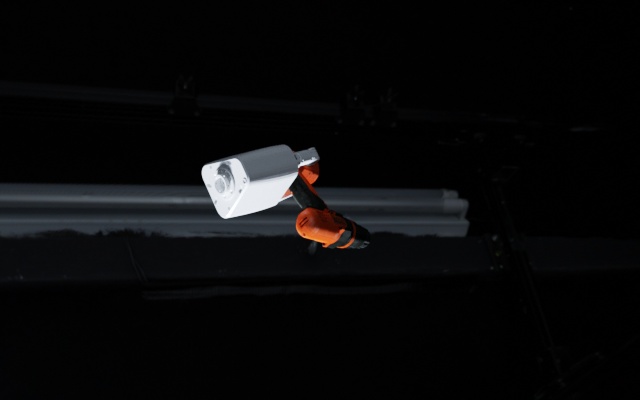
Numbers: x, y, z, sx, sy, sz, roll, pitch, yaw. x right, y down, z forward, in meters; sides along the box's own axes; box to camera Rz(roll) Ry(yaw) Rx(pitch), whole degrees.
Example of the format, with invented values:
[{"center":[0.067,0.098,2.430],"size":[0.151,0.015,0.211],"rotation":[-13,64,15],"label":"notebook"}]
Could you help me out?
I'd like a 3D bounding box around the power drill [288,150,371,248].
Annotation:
[{"center":[0.000,0.002,0.846],"size":[0.057,0.187,0.184],"rotation":[-44,-34,18],"label":"power drill"}]
